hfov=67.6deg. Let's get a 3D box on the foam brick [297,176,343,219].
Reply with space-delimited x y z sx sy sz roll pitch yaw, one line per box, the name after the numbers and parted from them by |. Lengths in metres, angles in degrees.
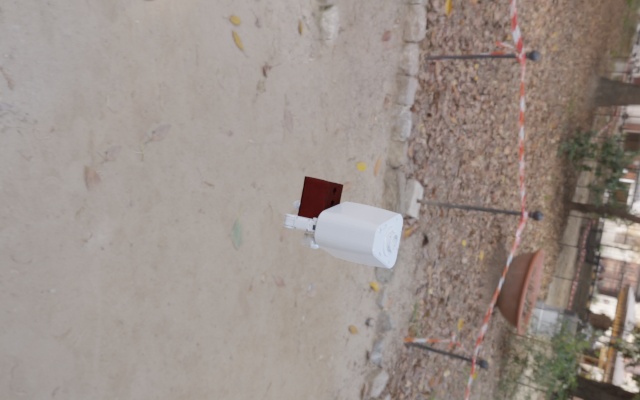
0.000 0.002 0.818 0.051 0.078 0.053 11 1 31 | foam brick
